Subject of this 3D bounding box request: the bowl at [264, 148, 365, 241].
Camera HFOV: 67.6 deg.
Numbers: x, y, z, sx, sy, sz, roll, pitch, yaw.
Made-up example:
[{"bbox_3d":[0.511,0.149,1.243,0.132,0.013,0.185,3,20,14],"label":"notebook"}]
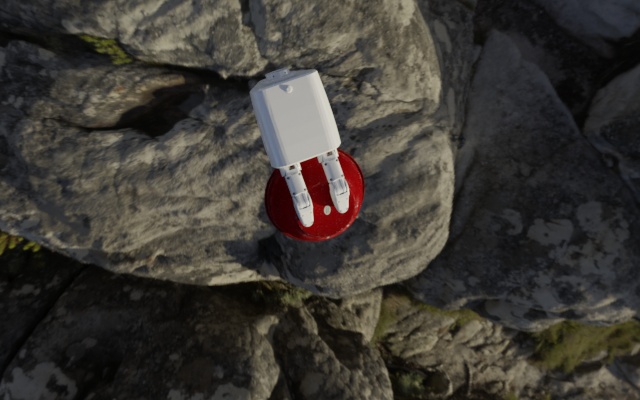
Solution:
[{"bbox_3d":[0.001,0.003,0.716,0.162,0.162,0.055,0,25,-19],"label":"bowl"}]
